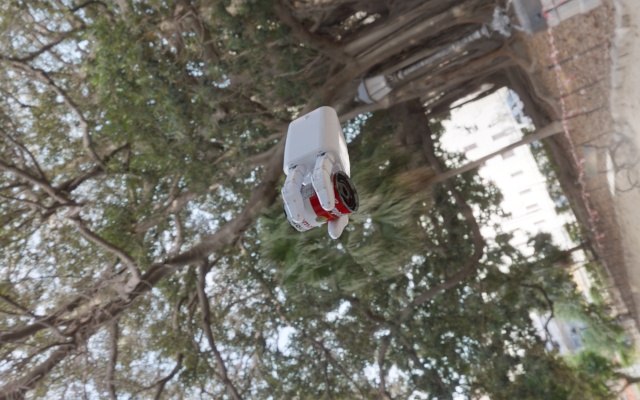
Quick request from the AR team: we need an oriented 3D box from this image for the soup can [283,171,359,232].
[{"bbox_3d":[0.000,0.003,0.753,0.102,0.068,0.068,-22,-10,25],"label":"soup can"}]
